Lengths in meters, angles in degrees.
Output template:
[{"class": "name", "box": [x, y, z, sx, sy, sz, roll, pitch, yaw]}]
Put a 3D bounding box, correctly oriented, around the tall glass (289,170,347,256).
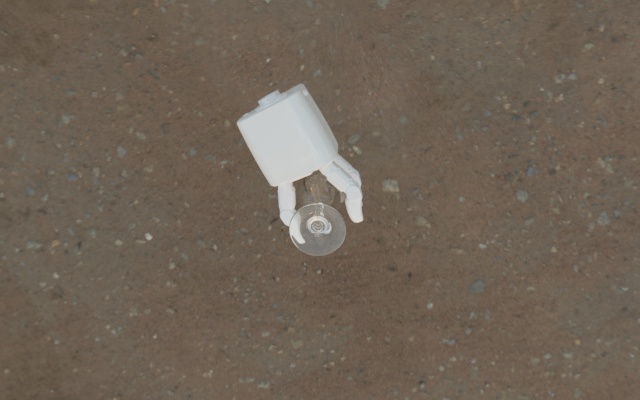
[{"class": "tall glass", "box": [0.000, 0.003, 0.709, 0.079, 0.079, 0.201, 0, 21, 3]}]
